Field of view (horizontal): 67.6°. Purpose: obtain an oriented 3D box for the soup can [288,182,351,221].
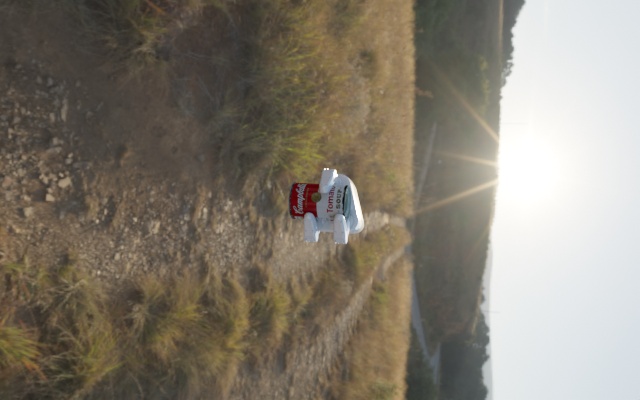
[{"bbox_3d":[0.000,0.003,0.868,0.102,0.068,0.068,3,1,14],"label":"soup can"}]
